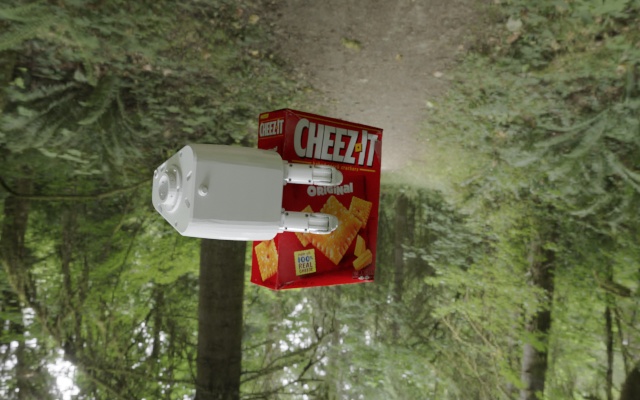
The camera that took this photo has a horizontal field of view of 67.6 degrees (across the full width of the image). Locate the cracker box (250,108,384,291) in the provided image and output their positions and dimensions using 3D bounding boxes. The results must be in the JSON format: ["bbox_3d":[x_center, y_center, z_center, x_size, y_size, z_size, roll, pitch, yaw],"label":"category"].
[{"bbox_3d":[0.000,0.002,0.619,0.164,0.213,0.072,4,0,-39],"label":"cracker box"}]
